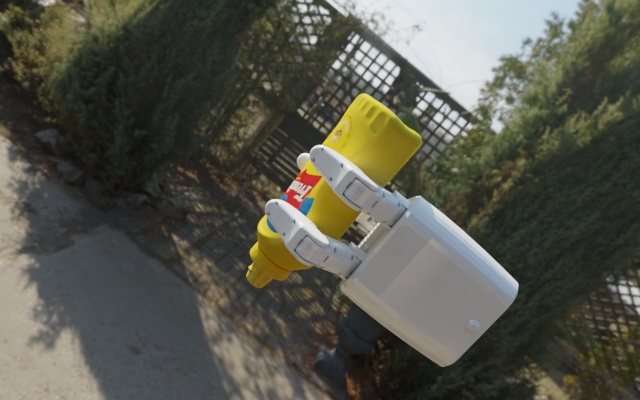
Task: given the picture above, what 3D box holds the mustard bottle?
[{"bbox_3d":[0.000,0.001,0.412,0.058,0.191,0.096,34,12,-23],"label":"mustard bottle"}]
